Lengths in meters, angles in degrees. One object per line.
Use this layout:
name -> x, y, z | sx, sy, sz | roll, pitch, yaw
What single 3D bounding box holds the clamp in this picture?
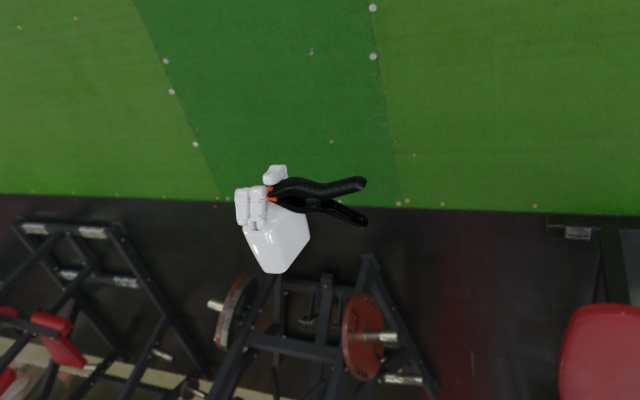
clamp -> 0.000, 0.003, 0.768 | 0.171, 0.039, 0.120 | 4, -42, 21
